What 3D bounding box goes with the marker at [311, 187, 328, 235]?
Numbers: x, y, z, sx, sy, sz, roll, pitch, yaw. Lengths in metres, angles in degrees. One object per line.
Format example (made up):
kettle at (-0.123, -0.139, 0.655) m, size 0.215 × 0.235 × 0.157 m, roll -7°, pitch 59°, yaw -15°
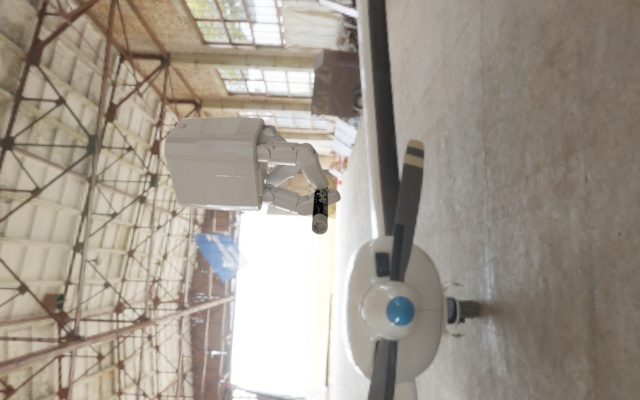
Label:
marker at (0.000, 0.002, 0.563) m, size 0.020 × 0.020 × 0.121 m, roll 0°, pitch 27°, yaw 1°
